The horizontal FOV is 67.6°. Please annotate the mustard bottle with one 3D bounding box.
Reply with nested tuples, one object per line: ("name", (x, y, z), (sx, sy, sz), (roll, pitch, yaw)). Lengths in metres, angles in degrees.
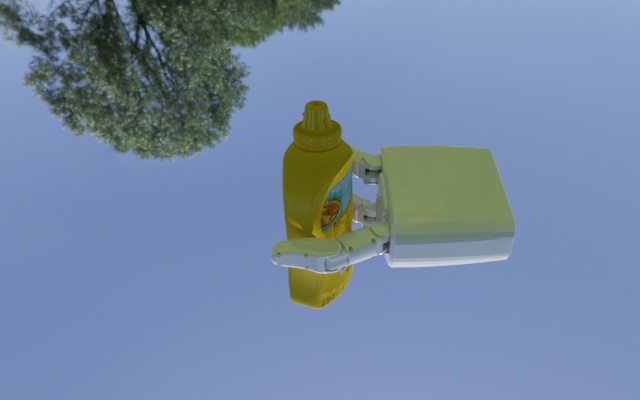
("mustard bottle", (0.000, 0.002, 0.439), (0.058, 0.192, 0.096), (13, 37, 20))
